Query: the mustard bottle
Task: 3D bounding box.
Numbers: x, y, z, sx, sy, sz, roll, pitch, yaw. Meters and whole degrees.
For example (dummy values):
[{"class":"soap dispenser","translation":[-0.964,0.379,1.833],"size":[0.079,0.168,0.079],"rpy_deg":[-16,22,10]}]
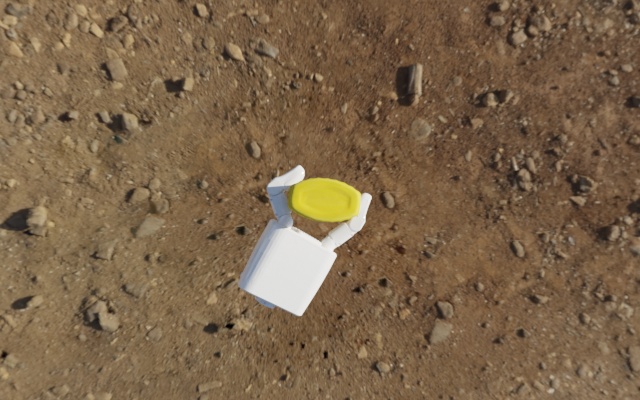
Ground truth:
[{"class":"mustard bottle","translation":[0.000,0.002,0.714],"size":[0.096,0.058,0.191],"rpy_deg":[5,-2,-3]}]
